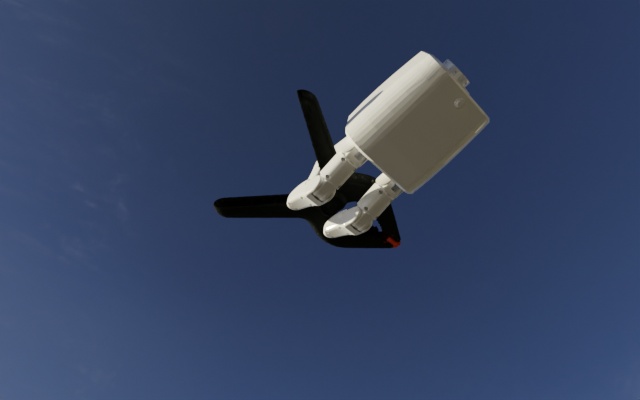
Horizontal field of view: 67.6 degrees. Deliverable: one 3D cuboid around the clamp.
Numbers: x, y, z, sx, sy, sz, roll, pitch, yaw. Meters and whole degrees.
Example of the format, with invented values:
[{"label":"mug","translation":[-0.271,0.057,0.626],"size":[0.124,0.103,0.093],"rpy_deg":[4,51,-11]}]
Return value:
[{"label":"clamp","translation":[0.001,0.001,0.530],"size":[0.210,0.164,0.036],"rpy_deg":[39,20,-25]}]
